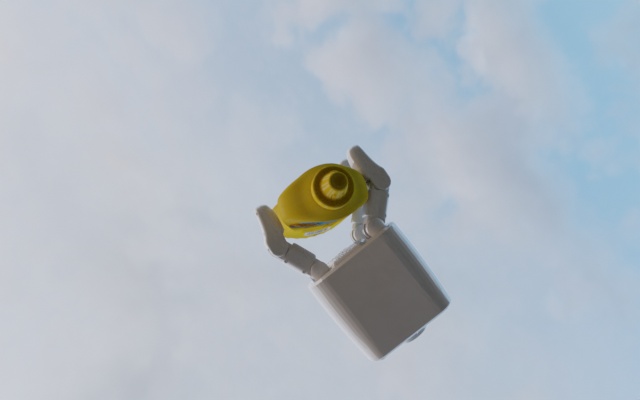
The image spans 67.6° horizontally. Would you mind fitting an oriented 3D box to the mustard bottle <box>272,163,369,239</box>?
[{"bbox_3d":[0.000,0.001,0.518,0.096,0.058,0.192,-13,-8,-12],"label":"mustard bottle"}]
